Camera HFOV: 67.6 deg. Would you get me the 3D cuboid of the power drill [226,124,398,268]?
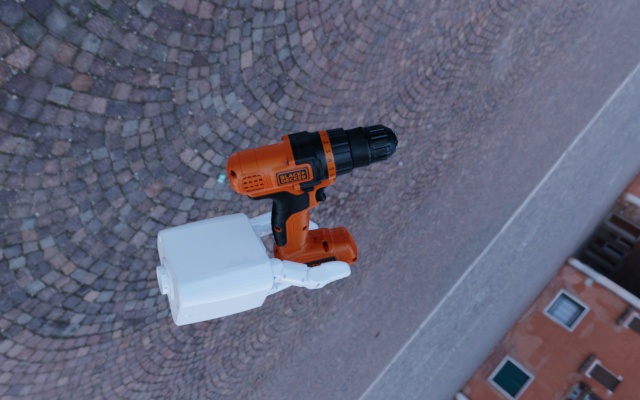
[{"bbox_3d":[0.000,0.002,0.556,0.184,0.188,0.057,-11,42,-3],"label":"power drill"}]
